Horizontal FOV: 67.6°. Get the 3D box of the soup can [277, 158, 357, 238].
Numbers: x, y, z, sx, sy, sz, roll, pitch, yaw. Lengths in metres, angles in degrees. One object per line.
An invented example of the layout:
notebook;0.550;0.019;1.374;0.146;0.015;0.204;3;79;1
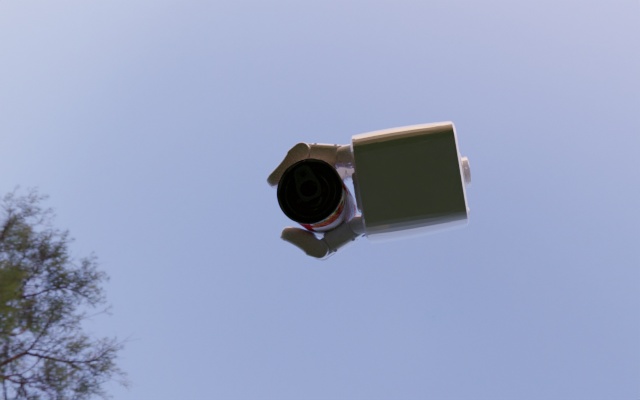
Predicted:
soup can;0.000;0.002;0.520;0.068;0.068;0.102;0;-13;13
